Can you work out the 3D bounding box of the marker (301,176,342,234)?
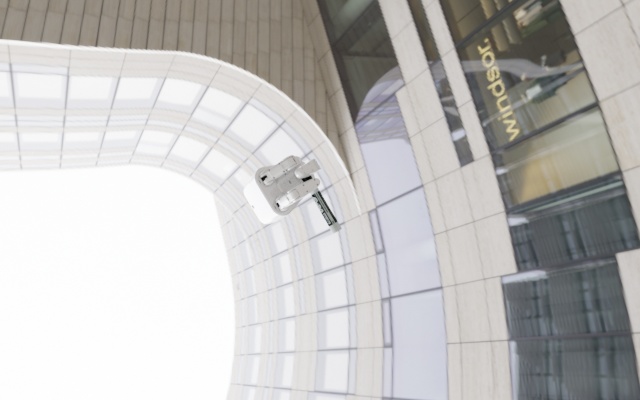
[{"bbox_3d":[0.000,0.003,0.851,0.020,0.121,0.020,-30,-1,-1],"label":"marker"}]
